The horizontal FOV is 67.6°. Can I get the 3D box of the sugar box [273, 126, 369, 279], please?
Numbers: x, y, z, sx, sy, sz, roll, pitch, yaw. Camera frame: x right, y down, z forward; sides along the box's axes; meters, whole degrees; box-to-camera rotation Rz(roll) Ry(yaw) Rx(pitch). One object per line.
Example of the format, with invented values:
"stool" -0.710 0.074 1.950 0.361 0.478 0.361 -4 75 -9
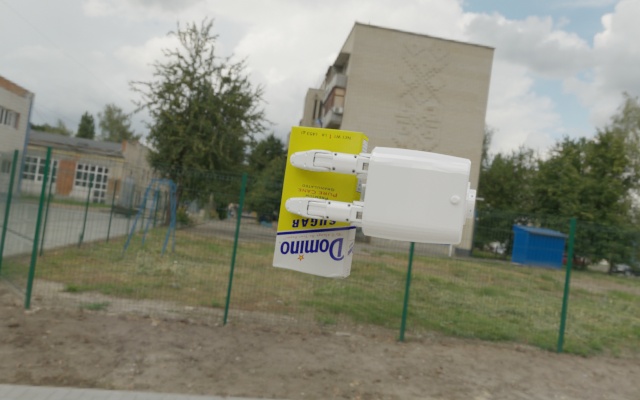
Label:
"sugar box" 0.000 0.002 0.588 0.093 0.176 0.048 7 -2 16
